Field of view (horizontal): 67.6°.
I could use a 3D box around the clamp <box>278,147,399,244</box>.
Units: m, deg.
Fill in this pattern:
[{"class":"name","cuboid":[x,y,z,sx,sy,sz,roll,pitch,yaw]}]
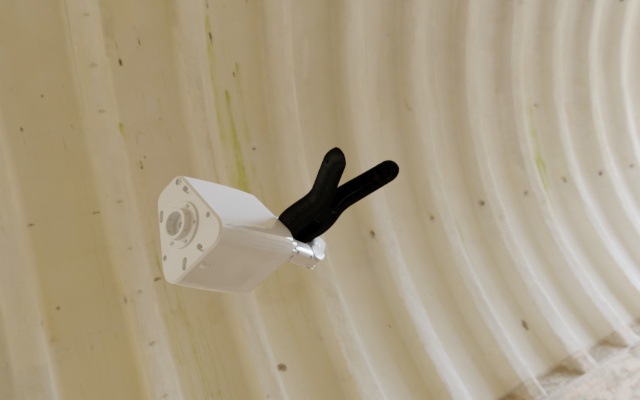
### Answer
[{"class":"clamp","cuboid":[0.000,0.001,0.539,0.171,0.039,0.120,-42,-34,19]}]
